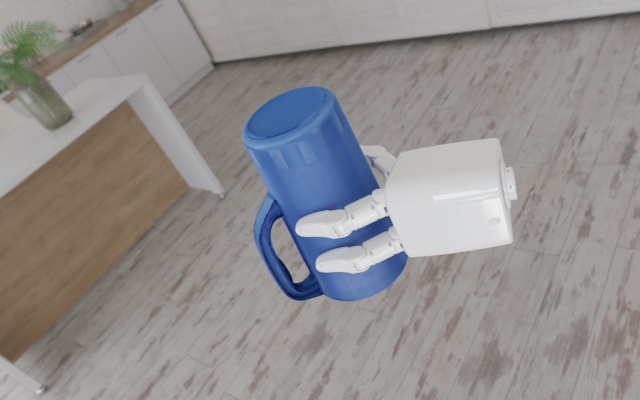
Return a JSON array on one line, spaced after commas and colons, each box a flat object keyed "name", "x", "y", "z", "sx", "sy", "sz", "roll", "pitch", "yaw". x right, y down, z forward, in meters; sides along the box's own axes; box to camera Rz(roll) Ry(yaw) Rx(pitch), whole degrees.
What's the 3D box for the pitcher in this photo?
[{"name": "pitcher", "x": 0.000, "y": 0.002, "z": 0.558, "sx": 0.145, "sy": 0.243, "sz": 0.149, "roll": -8, "pitch": 40, "yaw": 25}]
